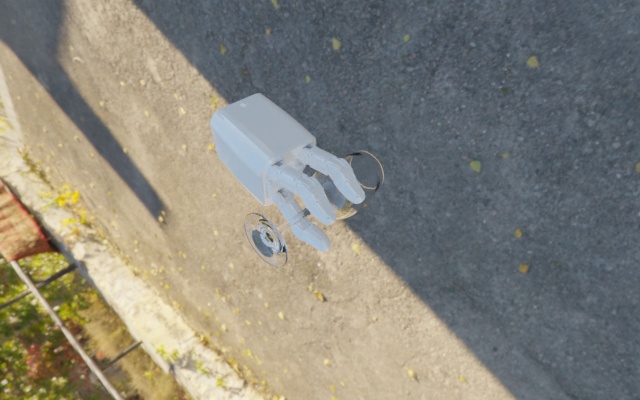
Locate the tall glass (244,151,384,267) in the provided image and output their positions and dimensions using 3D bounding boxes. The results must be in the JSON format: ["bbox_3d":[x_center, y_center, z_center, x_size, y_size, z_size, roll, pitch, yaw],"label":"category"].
[{"bbox_3d":[0.000,0.002,0.622,0.079,0.079,0.201,0,27,48],"label":"tall glass"}]
